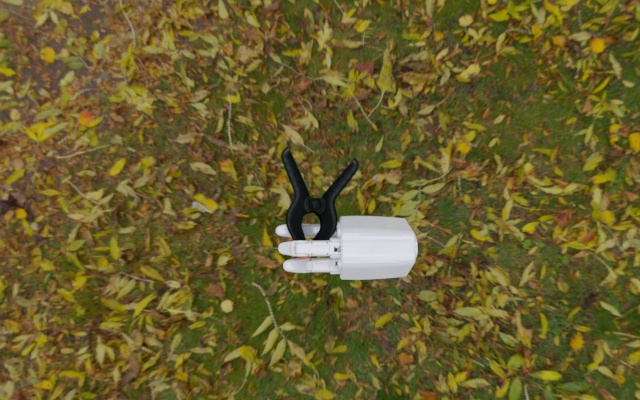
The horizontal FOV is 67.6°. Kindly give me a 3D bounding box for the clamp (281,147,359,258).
[{"bbox_3d":[0.000,0.002,0.733,0.120,0.171,0.039,0,-5,0],"label":"clamp"}]
